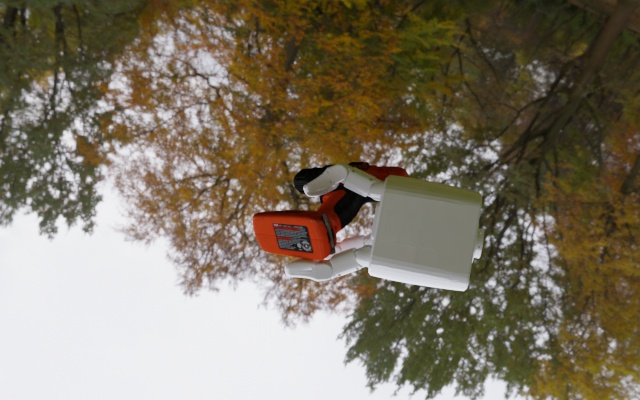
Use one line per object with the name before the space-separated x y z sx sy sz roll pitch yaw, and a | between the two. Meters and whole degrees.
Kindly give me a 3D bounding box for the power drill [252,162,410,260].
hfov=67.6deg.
power drill | 0.000 0.002 0.619 0.184 0.057 0.187 1 27 37
